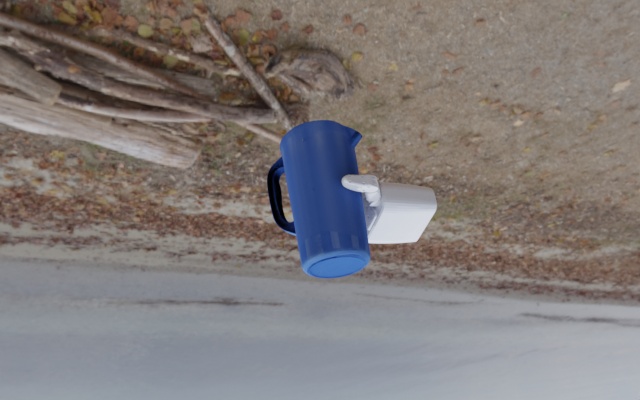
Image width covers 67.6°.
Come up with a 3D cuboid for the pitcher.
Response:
[{"bbox_3d":[0.000,0.003,0.794,0.145,0.242,0.149,2,-30,-19],"label":"pitcher"}]
